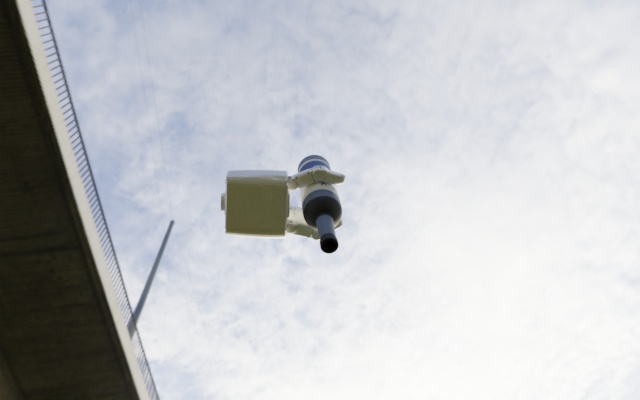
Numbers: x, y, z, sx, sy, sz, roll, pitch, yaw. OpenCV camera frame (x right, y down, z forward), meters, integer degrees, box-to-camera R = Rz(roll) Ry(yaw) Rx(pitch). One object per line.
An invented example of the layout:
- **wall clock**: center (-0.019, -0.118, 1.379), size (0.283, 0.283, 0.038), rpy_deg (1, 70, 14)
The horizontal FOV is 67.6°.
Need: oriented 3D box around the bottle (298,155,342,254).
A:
- **bottle**: center (0.000, 0.003, 0.832), size (0.069, 0.069, 0.295), rpy_deg (0, 26, -6)
